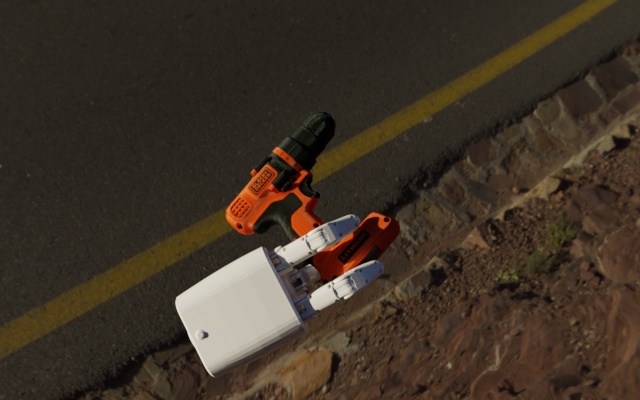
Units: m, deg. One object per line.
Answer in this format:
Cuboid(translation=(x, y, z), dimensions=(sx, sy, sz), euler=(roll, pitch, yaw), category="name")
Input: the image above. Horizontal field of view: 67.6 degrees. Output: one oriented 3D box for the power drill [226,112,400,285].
Cuboid(translation=(0.000, 0.002, 0.567), dimensions=(0.187, 0.184, 0.057), euler=(39, -1, 28), category="power drill")
